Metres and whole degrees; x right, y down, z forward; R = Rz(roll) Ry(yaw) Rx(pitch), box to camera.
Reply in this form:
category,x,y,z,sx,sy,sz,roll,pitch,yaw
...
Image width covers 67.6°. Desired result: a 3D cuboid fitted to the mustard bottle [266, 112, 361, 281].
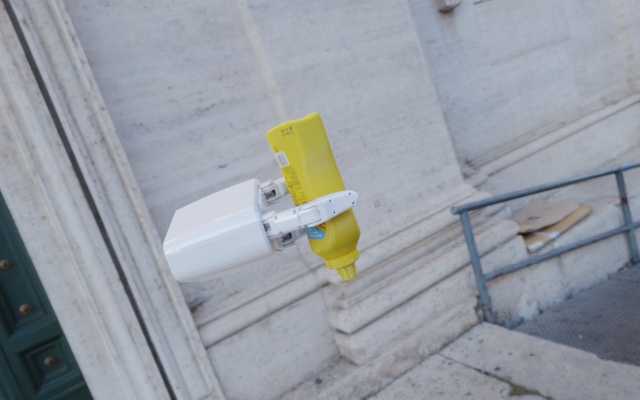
category,x,y,z,sx,sy,sz,roll,pitch,yaw
mustard bottle,0.000,0.001,0.541,0.058,0.191,0.096,-23,8,-21
